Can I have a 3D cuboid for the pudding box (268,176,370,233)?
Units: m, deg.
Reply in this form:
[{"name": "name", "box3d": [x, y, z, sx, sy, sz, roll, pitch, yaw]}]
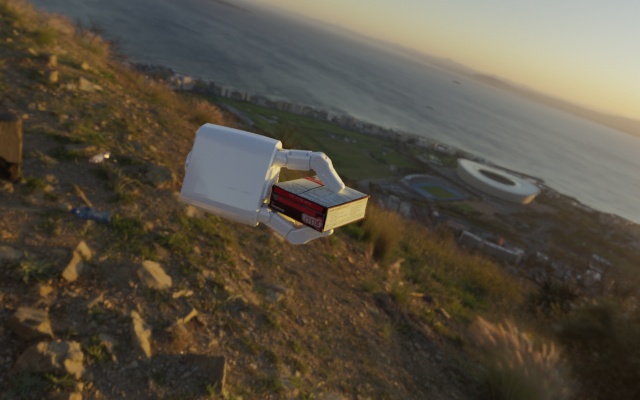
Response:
[{"name": "pudding box", "box3d": [0.000, 0.002, 0.637, 0.090, 0.039, 0.113, 25, 23, 29]}]
